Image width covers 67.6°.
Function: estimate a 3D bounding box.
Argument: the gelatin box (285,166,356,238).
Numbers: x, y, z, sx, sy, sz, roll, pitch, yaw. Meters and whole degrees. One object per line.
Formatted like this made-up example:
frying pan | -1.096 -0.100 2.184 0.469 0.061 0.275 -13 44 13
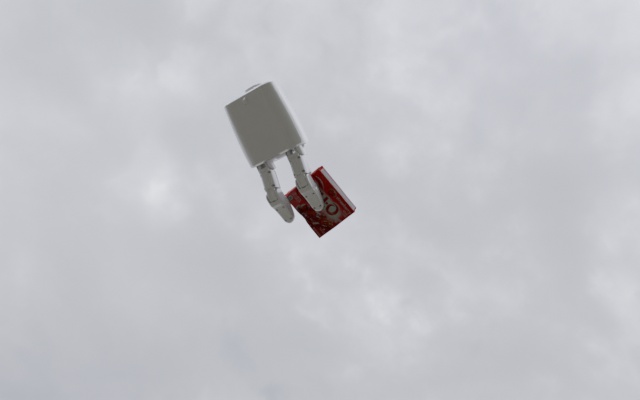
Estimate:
gelatin box | 0.000 0.003 0.749 0.073 0.089 0.030 -38 5 18
